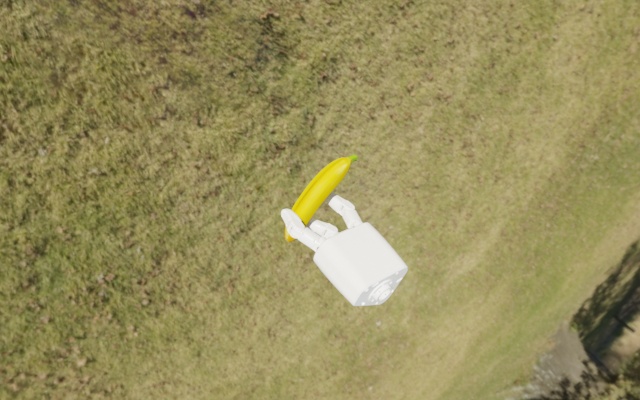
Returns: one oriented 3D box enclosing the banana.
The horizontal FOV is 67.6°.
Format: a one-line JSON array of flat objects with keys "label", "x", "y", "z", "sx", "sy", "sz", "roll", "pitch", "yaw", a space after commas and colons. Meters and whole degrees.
[{"label": "banana", "x": -0.006, "y": -0.004, "z": 0.828, "sx": 0.037, "sy": 0.198, "sz": 0.070, "roll": 45, "pitch": 10, "yaw": 29}]
